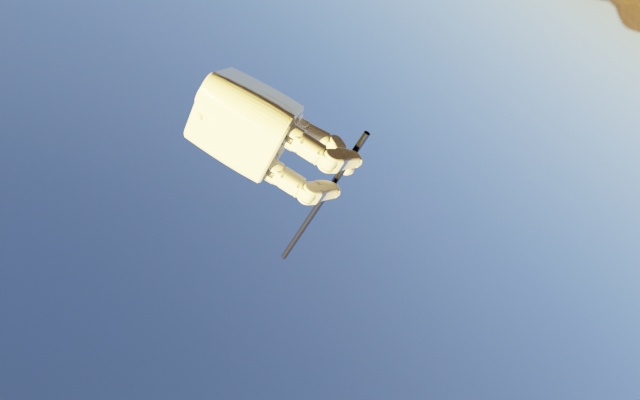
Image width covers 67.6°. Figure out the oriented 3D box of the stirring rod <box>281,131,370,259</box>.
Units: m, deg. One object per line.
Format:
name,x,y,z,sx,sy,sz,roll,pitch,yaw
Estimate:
stirring rod,0.000,0.002,0.624,0.011,0.011,0.240,0,-42,-37
